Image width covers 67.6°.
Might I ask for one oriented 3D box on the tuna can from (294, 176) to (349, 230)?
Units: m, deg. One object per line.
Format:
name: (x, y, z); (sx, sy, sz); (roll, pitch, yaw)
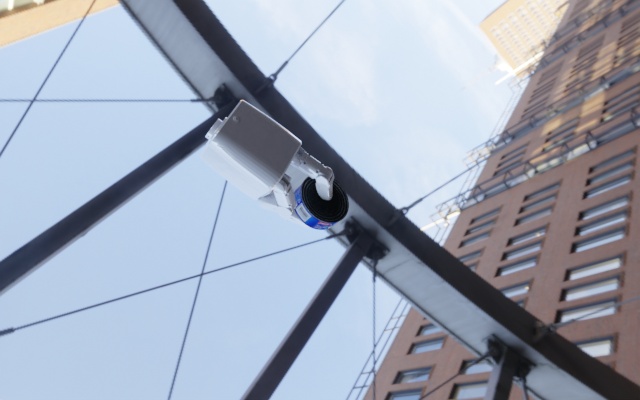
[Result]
tuna can: (0.000, 0.003, 0.753); (0.086, 0.086, 0.034); (0, -26, -33)
